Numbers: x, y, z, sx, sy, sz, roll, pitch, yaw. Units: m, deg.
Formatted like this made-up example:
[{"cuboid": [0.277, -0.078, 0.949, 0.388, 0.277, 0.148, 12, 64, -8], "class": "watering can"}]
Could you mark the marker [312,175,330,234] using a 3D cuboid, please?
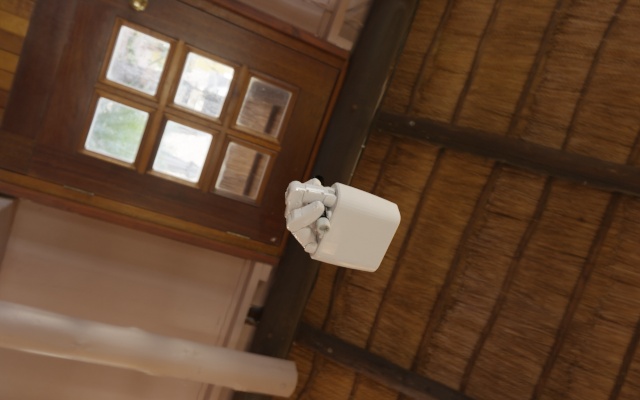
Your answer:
[{"cuboid": [0.000, 0.002, 0.706, 0.020, 0.020, 0.121, 0, 39, -6], "class": "marker"}]
